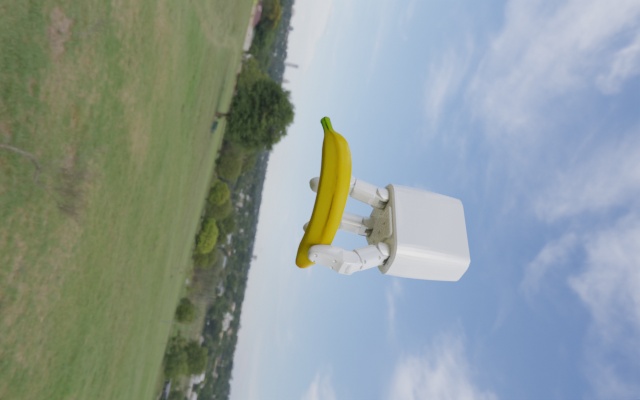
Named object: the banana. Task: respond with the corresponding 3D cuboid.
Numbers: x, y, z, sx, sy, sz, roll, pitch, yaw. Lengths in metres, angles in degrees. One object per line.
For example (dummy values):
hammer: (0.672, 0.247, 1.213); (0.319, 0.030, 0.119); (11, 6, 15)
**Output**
banana: (0.005, 0.005, 0.568); (0.037, 0.198, 0.069); (7, 19, -17)
